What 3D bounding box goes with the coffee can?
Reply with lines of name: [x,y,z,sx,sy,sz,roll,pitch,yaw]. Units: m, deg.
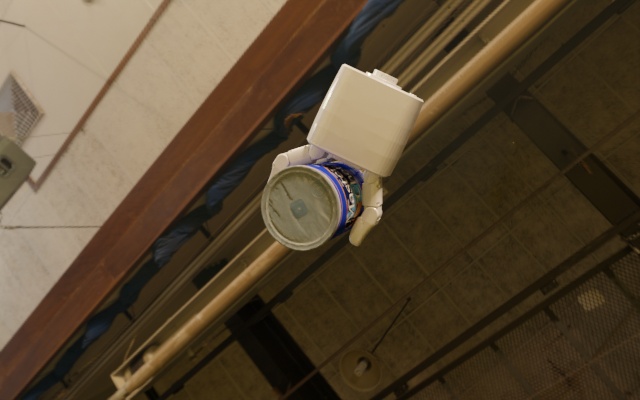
coffee can: [0.000,0.002,0.629,0.103,0.103,0.140,0,7,22]
